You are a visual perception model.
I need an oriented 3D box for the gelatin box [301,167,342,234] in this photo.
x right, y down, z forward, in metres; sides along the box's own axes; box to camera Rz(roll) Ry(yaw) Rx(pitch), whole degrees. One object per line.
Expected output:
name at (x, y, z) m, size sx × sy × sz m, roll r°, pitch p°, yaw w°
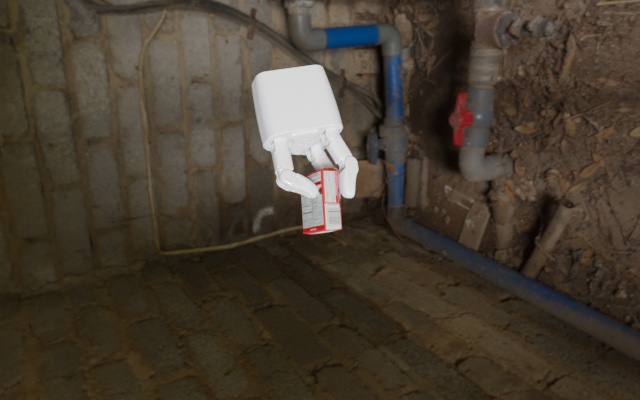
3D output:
gelatin box at (0.000, 0.003, 0.696) m, size 0.030 × 0.089 × 0.073 m, roll 0°, pitch -8°, yaw -28°
